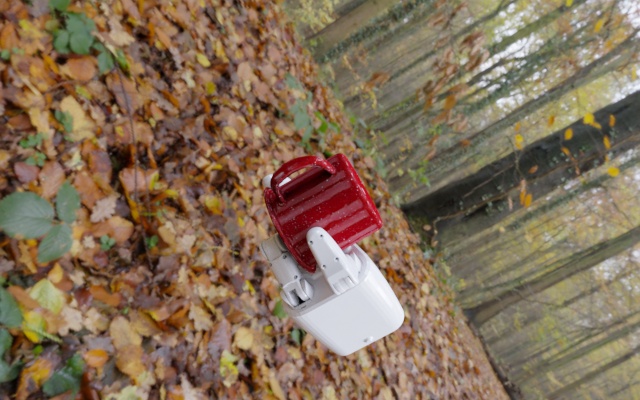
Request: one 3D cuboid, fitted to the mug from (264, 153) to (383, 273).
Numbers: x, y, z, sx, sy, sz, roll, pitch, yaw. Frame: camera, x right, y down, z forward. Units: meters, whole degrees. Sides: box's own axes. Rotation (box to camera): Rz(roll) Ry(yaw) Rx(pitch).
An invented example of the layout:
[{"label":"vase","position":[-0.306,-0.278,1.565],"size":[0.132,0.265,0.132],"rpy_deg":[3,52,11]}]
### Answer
[{"label":"mug","position":[0.000,0.000,0.441],"size":[0.081,0.093,0.117],"rpy_deg":[-30,-47,8]}]
